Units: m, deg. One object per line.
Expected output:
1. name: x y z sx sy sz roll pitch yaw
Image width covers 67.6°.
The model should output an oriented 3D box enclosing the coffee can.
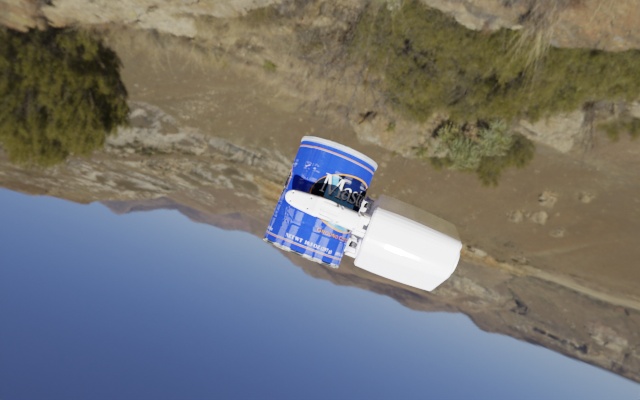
1. coffee can: 0.000 0.002 0.607 0.103 0.140 0.103 21 -3 1
